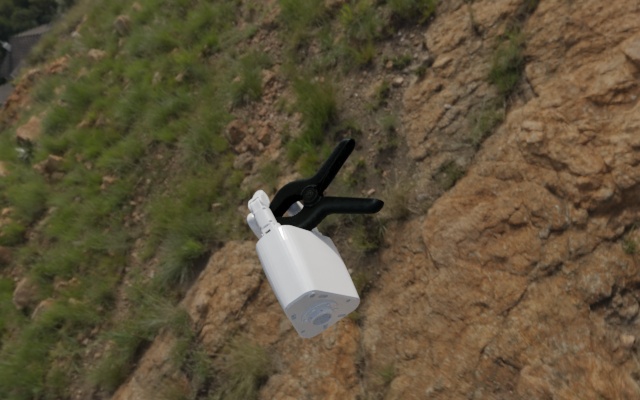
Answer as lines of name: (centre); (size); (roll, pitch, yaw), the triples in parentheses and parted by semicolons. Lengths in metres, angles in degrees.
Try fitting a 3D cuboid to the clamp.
clamp: (0.000, 0.002, 0.646); (0.171, 0.120, 0.039); (-37, -38, 9)
